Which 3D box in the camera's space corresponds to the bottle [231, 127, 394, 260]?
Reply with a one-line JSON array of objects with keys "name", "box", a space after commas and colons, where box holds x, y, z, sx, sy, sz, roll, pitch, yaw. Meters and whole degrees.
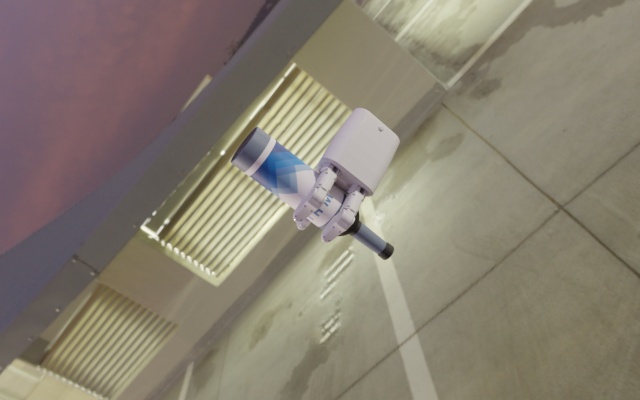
[{"name": "bottle", "box": [0.000, 0.002, 0.741, 0.296, 0.069, 0.069, 37, -13, -18]}]
